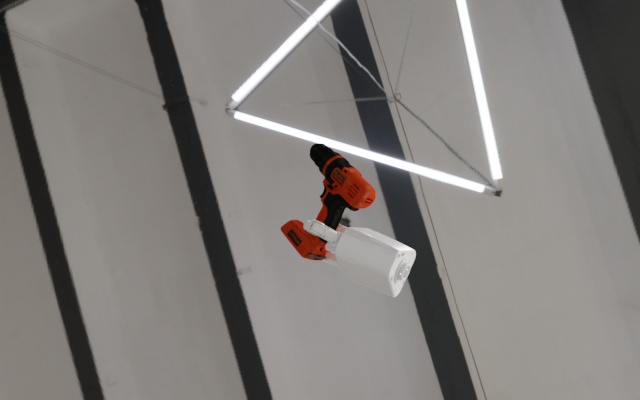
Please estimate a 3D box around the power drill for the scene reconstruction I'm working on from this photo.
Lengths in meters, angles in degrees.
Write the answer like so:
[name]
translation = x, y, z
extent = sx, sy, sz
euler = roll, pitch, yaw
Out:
[power drill]
translation = 0.000, 0.003, 0.896
extent = 0.057, 0.188, 0.184
euler = 14, 25, -43
